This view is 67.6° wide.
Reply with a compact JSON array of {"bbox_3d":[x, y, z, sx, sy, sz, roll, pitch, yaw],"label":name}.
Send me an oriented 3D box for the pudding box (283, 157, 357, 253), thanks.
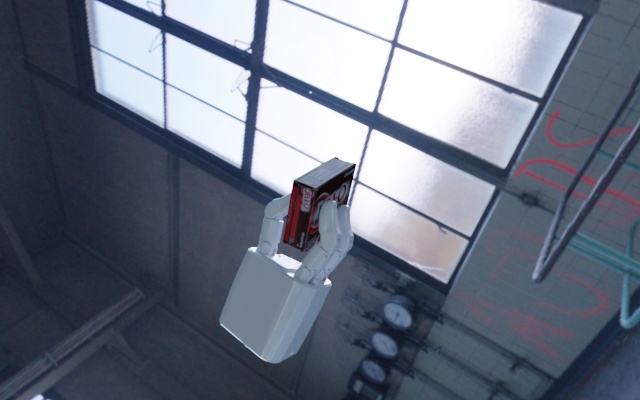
[{"bbox_3d":[0.000,0.002,0.612,0.039,0.090,0.113,23,30,19],"label":"pudding box"}]
